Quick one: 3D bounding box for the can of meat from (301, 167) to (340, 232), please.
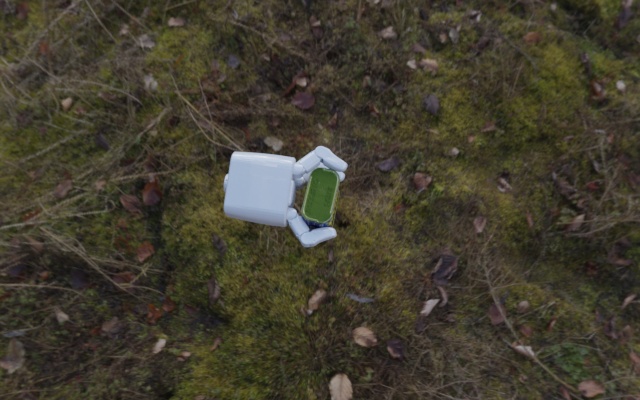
[{"bbox_3d":[0.000,0.003,0.822,0.057,0.102,0.084,11,-18,3],"label":"can of meat"}]
